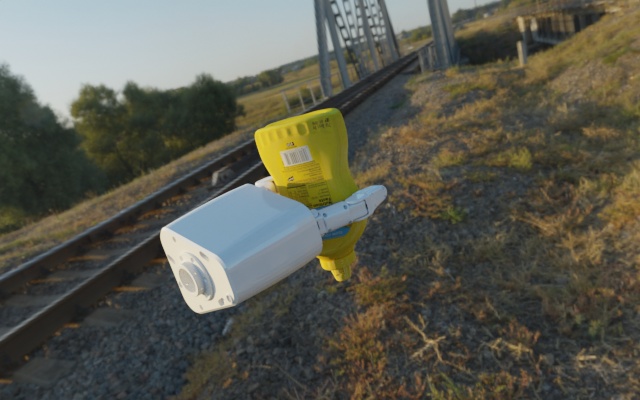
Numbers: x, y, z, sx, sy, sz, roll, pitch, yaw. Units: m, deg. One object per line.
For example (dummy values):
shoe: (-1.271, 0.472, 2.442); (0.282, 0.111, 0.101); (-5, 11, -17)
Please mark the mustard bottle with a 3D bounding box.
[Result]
mustard bottle: (0.000, 0.001, 0.528); (0.096, 0.192, 0.058); (-10, 16, 23)
